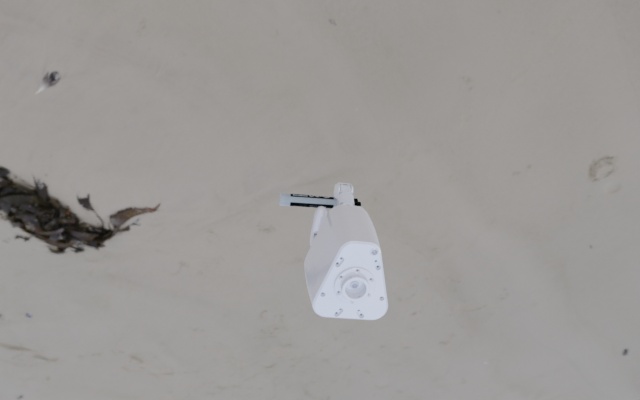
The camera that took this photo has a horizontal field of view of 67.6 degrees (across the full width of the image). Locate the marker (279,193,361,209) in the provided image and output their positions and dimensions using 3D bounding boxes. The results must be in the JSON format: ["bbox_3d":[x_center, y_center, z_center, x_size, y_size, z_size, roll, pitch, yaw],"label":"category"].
[{"bbox_3d":[0.000,0.002,0.707,0.121,0.020,0.020,4,-1,-7],"label":"marker"}]
